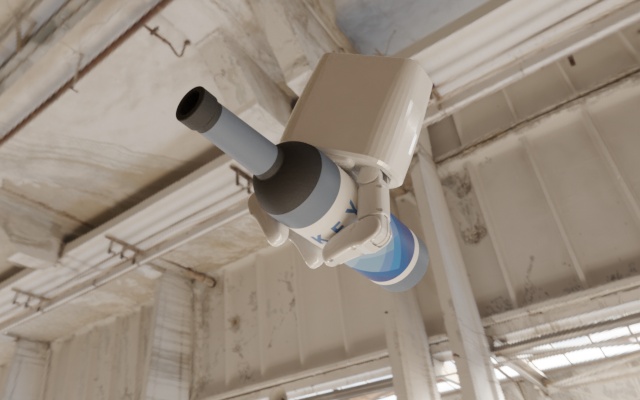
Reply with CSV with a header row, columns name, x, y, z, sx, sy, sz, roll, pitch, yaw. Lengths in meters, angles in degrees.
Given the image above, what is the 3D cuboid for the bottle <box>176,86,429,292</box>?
name,x,y,z,sx,sy,sz,roll,pitch,yaw
bottle,0.000,0.002,0.411,0.069,0.069,0.296,0,-26,40
